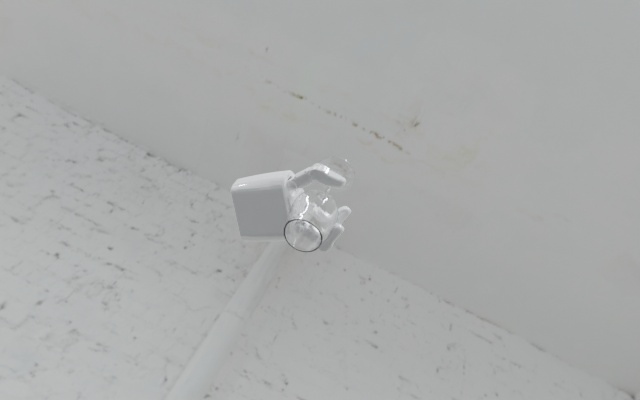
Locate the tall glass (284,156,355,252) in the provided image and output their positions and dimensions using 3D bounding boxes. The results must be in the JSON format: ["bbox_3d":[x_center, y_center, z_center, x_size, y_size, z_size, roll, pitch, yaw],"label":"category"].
[{"bbox_3d":[0.000,0.002,0.802,0.079,0.079,0.201,0,31,18],"label":"tall glass"}]
